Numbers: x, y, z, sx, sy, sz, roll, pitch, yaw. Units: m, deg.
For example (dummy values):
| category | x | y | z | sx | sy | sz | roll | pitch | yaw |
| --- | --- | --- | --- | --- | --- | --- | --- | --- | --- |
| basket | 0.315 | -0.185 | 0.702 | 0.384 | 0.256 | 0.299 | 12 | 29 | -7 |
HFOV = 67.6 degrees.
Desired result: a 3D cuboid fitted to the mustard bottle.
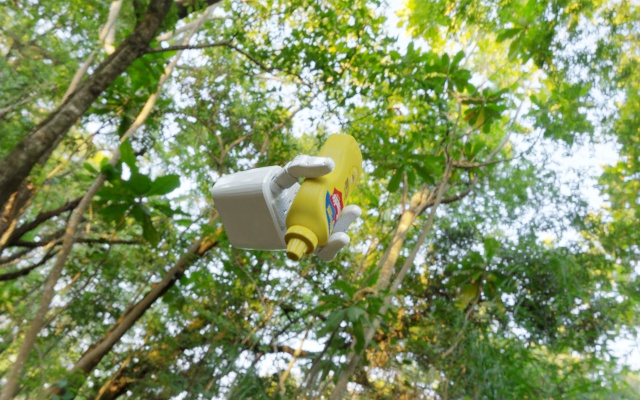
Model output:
| category | x | y | z | sx | sy | sz | roll | pitch | yaw |
| --- | --- | --- | --- | --- | --- | --- | --- | --- | --- |
| mustard bottle | 0.001 | 0.002 | 0.631 | 0.058 | 0.096 | 0.191 | 14 | 48 | 17 |
